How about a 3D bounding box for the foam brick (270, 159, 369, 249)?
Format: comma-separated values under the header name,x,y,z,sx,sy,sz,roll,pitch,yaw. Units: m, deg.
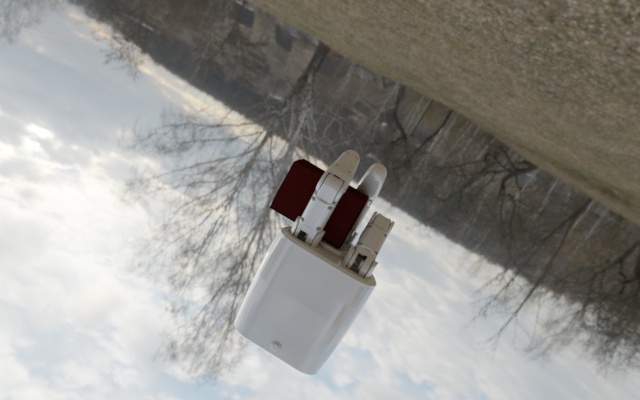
name,x,y,z,sx,sy,sz,roll,pitch,yaw
foam brick,0.000,0.001,0.457,0.078,0.051,0.053,31,10,5
